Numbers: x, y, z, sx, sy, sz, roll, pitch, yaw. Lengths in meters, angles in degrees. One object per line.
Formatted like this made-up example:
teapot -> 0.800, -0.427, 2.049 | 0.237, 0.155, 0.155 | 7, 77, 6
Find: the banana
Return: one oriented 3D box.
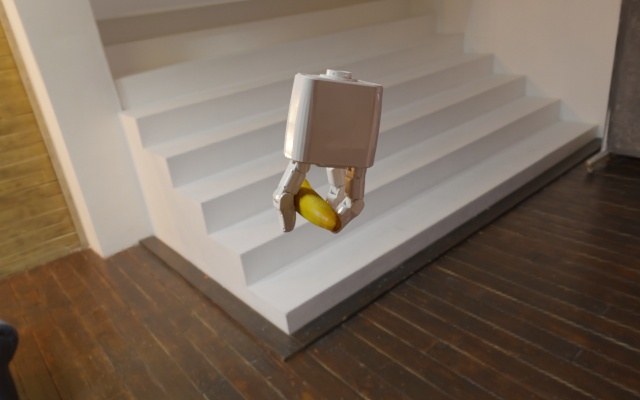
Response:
banana -> -0.018, -0.005, 0.665 | 0.069, 0.037, 0.197 | 20, 10, -12
